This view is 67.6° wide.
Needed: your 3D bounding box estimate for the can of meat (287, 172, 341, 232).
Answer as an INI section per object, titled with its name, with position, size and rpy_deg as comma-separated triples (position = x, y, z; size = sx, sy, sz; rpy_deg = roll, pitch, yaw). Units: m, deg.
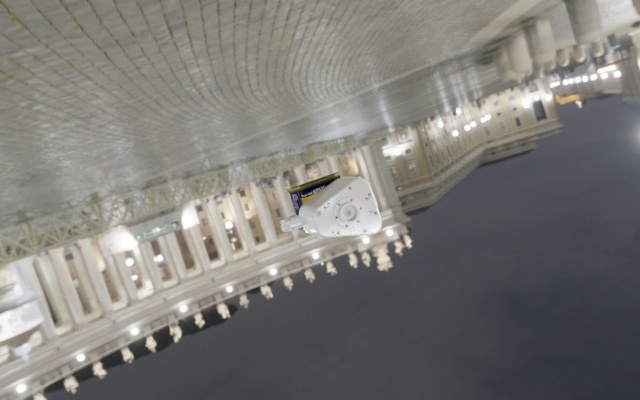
[can of meat]
position = 0.000, 0.003, 0.877
size = 0.102, 0.084, 0.057
rpy_deg = -20, 5, -15
